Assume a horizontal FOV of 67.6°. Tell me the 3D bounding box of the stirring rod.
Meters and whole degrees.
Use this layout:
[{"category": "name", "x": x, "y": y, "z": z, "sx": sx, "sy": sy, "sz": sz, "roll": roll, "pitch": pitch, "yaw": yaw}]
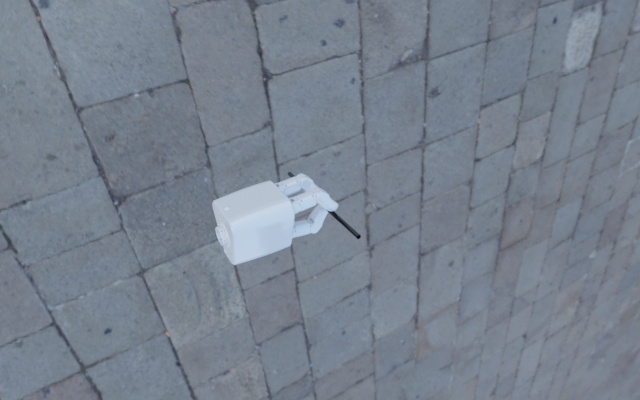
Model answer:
[{"category": "stirring rod", "x": 0.000, "y": 0.003, "z": 0.848, "sx": 0.011, "sy": 0.011, "sz": 0.239, "roll": 0, "pitch": 27, "yaw": -35}]
